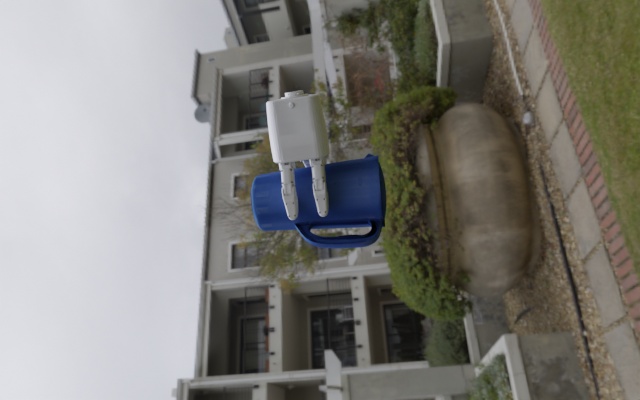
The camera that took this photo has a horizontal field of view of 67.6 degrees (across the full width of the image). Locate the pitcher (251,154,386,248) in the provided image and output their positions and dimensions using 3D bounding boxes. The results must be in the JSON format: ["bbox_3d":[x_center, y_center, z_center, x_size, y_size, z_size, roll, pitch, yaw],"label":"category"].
[{"bbox_3d":[0.000,0.003,0.885,0.243,0.145,0.149,-6,15,9],"label":"pitcher"}]
